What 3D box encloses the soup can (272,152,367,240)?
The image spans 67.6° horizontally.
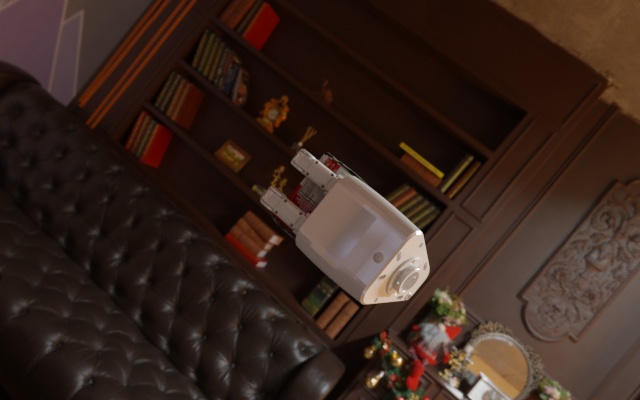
[{"bbox_3d":[0.000,0.001,0.570,0.068,0.102,0.068,39,2,-1],"label":"soup can"}]
